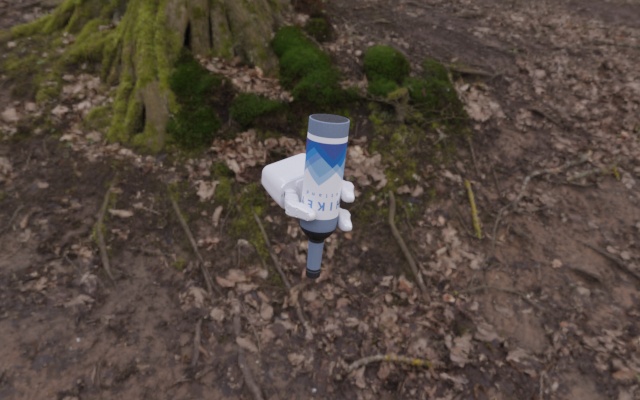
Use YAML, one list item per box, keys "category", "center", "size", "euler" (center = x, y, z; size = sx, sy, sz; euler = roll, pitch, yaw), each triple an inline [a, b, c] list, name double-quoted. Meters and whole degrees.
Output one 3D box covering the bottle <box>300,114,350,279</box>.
- category: "bottle"
  center: [0.000, 0.003, 0.829]
  size: [0.069, 0.296, 0.069]
  euler: [5, 22, -2]
